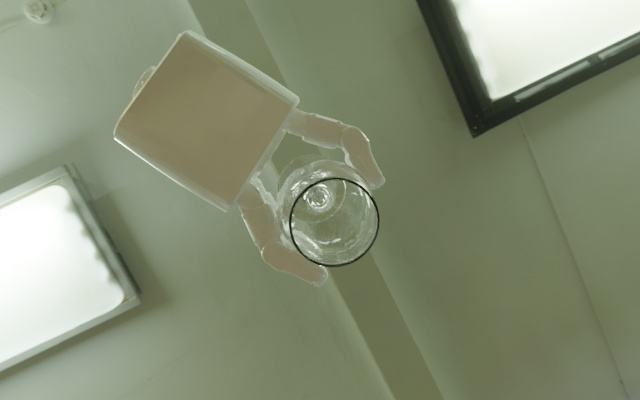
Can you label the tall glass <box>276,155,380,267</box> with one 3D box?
[{"bbox_3d":[0.000,0.001,0.417,0.079,0.079,0.201,0,8,-6],"label":"tall glass"}]
